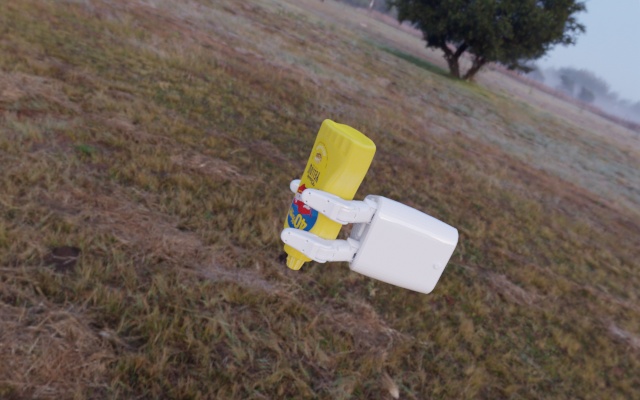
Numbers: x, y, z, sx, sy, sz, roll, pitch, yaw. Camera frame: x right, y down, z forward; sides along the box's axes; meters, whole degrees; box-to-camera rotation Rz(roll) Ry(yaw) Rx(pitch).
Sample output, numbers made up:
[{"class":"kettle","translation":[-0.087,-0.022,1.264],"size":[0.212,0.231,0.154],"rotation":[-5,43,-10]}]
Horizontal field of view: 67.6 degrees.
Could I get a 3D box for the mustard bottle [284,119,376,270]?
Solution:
[{"class":"mustard bottle","translation":[0.000,0.002,0.594],"size":[0.058,0.192,0.096],"rotation":[13,20,-29]}]
